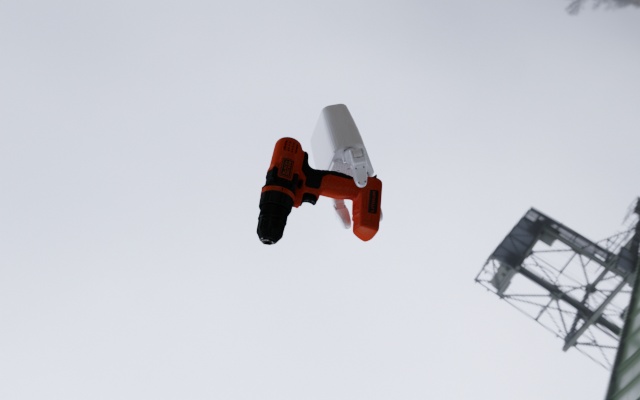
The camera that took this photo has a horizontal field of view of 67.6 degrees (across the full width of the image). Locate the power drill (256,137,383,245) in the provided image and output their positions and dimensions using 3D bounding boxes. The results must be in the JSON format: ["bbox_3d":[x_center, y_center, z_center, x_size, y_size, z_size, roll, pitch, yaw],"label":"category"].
[{"bbox_3d":[0.001,0.002,0.739,0.188,0.184,0.057,18,-30,-15],"label":"power drill"}]
